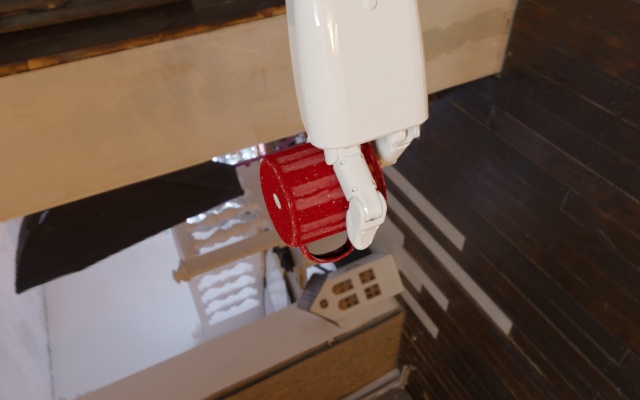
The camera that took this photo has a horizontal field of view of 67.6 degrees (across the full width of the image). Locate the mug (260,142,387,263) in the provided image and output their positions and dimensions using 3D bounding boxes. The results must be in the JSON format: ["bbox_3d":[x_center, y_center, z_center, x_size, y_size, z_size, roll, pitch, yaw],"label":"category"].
[{"bbox_3d":[0.000,0.003,0.417,0.081,0.117,0.093,-18,25,-19],"label":"mug"}]
